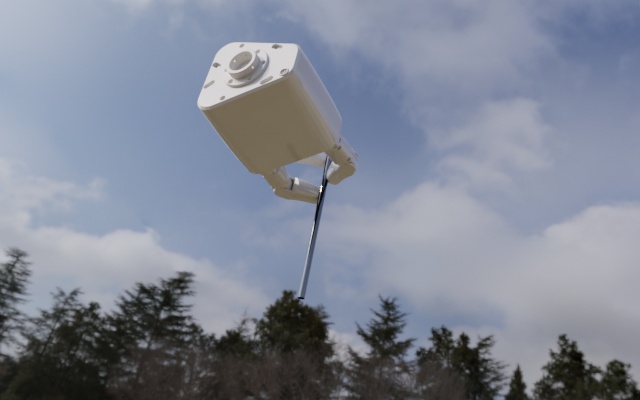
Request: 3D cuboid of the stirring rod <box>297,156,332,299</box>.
[{"bbox_3d":[0.000,0.002,0.569,0.011,0.239,0.011,9,-30,5],"label":"stirring rod"}]
